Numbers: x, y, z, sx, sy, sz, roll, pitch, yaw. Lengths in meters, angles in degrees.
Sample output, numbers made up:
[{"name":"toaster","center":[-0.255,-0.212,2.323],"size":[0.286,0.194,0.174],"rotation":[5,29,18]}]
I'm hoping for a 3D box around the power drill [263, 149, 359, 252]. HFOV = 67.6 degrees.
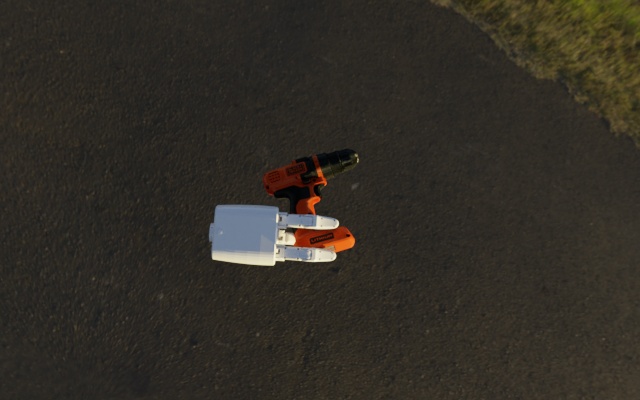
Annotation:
[{"name":"power drill","center":[0.000,0.003,0.869],"size":[0.184,0.187,0.057],"rotation":[-18,-26,2]}]
